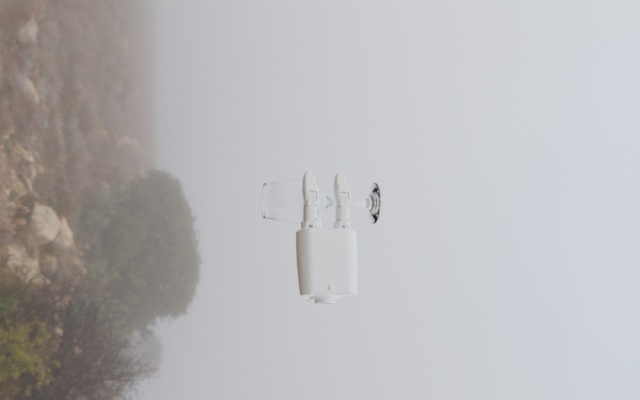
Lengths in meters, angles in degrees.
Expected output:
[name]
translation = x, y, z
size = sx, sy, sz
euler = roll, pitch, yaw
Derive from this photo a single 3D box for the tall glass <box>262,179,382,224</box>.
[tall glass]
translation = 0.001, 0.003, 0.838
size = 0.201, 0.079, 0.079
euler = 2, 0, -12
